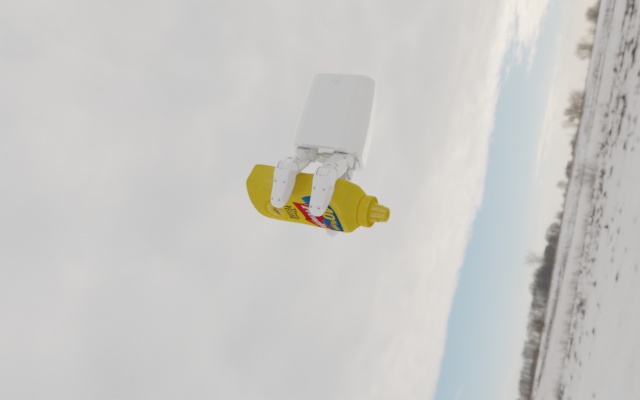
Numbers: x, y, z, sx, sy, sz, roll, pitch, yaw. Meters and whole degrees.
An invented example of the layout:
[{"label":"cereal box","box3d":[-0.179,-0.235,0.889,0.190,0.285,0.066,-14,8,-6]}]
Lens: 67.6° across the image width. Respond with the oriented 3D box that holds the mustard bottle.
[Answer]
[{"label":"mustard bottle","box3d":[0.000,0.002,0.636,0.191,0.058,0.096,10,-32,27]}]
